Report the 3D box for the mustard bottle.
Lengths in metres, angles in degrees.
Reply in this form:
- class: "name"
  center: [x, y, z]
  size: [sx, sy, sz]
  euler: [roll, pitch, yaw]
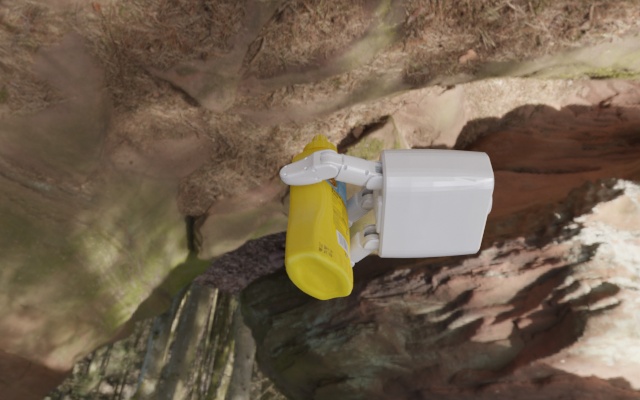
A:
- class: "mustard bottle"
  center: [0.000, 0.002, 0.517]
  size: [0.058, 0.191, 0.096]
  euler: [-15, -40, 19]
